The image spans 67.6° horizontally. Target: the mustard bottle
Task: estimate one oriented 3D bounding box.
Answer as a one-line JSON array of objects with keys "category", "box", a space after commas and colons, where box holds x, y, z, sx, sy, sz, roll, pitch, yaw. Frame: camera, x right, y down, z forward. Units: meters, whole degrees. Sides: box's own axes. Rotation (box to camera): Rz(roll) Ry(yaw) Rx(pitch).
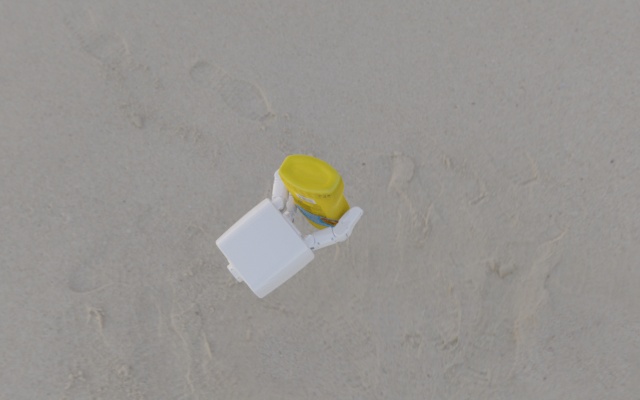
[{"category": "mustard bottle", "box": [0.000, 0.002, 0.764, 0.096, 0.058, 0.192, 21, -20, 20]}]
